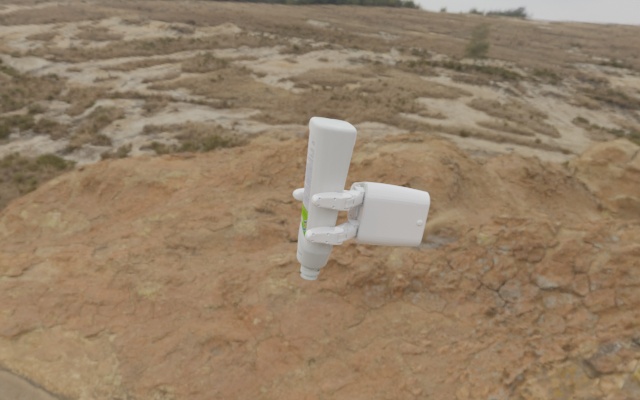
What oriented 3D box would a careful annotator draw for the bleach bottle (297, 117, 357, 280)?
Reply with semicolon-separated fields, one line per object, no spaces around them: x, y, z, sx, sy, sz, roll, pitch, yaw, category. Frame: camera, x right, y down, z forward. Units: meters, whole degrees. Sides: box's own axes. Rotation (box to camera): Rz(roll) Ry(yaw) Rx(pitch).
0.000;0.002;0.751;0.068;0.251;0.102;7;17;-9;bleach bottle
